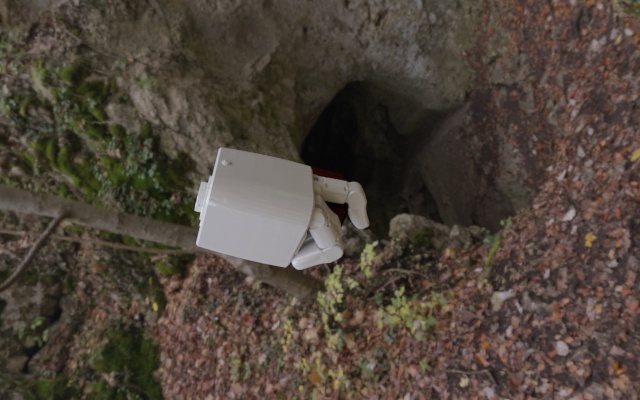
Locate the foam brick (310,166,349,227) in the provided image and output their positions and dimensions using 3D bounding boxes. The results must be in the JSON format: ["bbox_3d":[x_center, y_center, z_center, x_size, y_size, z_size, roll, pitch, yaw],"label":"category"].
[{"bbox_3d":[0.000,0.002,0.590,0.051,0.053,0.078,13,32,-13],"label":"foam brick"}]
